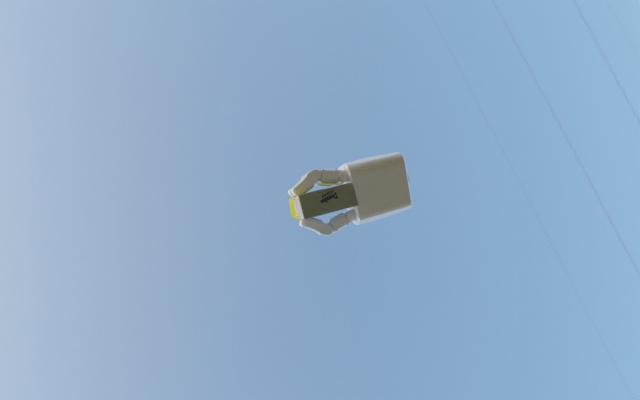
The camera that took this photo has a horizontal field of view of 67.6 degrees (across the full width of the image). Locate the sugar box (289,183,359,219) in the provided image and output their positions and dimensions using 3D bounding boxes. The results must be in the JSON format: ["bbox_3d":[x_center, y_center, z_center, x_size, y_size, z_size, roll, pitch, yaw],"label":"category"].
[{"bbox_3d":[0.000,0.002,0.829,0.093,0.048,0.176,-14,-2,-9],"label":"sugar box"}]
